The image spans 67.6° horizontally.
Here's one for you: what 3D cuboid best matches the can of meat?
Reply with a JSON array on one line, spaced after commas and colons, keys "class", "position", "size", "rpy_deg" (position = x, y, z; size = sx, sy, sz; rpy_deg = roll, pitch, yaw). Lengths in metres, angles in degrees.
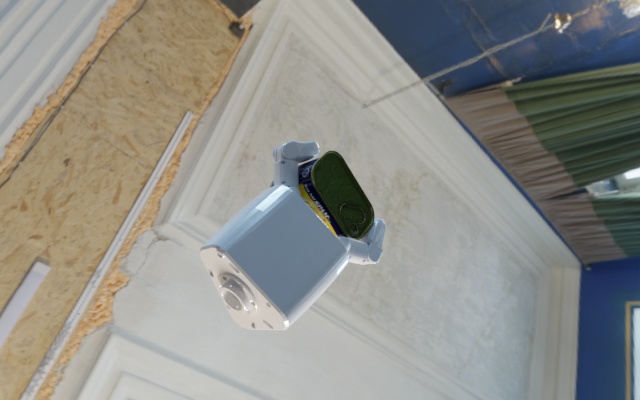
[{"class": "can of meat", "position": [0.000, 0.002, 0.558], "size": [0.084, 0.102, 0.057], "rpy_deg": [-15, 24, 46]}]
